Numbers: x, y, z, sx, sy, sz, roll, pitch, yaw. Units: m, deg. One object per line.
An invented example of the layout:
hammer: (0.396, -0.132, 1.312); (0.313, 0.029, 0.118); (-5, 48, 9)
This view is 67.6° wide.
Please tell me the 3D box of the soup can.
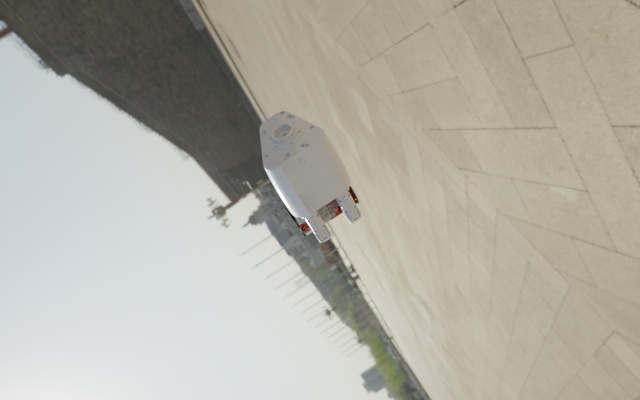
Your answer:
soup can: (0.000, 0.003, 0.752); (0.102, 0.068, 0.068); (-33, 1, -2)
